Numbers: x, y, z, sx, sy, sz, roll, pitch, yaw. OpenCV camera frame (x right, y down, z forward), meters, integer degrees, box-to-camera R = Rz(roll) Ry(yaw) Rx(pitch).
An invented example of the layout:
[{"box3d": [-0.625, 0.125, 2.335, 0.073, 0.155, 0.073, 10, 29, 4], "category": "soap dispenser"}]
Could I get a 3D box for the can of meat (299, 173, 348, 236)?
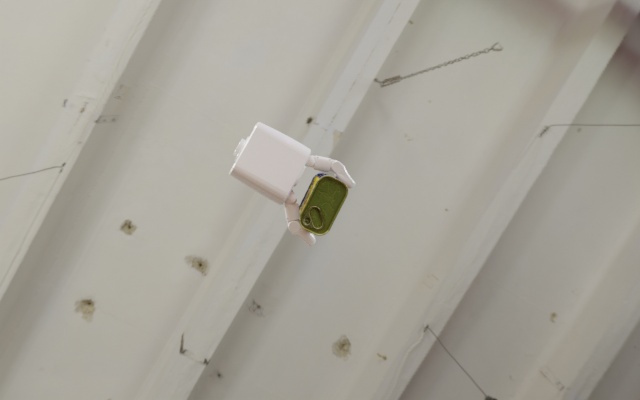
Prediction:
[{"box3d": [0.000, 0.003, 0.847, 0.057, 0.102, 0.084, 26, 5, -11], "category": "can of meat"}]
